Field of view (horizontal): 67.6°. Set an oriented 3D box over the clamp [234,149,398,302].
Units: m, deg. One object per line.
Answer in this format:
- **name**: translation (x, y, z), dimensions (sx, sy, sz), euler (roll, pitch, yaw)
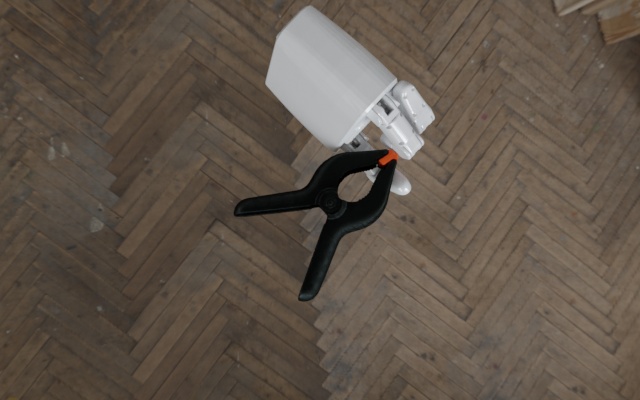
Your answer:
- **clamp**: translation (0.000, 0.001, 0.478), dimensions (0.120, 0.171, 0.039), euler (43, -6, 2)
